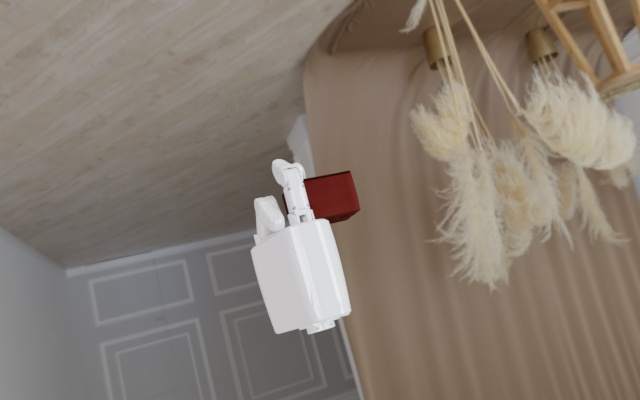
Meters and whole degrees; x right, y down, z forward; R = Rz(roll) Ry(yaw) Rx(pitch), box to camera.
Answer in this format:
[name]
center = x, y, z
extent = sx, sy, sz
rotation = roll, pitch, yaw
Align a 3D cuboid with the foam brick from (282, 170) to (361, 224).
[foam brick]
center = 0.000, 0.002, 0.579
extent = 0.078, 0.051, 0.053
rotation = -12, -14, -21
